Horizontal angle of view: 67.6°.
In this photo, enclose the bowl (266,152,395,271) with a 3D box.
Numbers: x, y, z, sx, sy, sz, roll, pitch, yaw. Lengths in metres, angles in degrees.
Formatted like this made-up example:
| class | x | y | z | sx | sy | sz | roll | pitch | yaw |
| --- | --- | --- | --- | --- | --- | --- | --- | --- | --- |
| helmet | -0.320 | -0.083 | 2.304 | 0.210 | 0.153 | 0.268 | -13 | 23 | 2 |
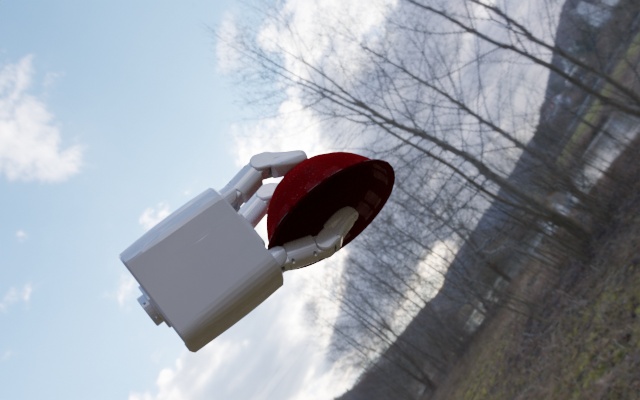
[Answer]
| class | x | y | z | sx | sy | sz | roll | pitch | yaw |
| --- | --- | --- | --- | --- | --- | --- | --- | --- | --- |
| bowl | 0.001 | 0.001 | 0.509 | 0.162 | 0.162 | 0.055 | 0 | 44 | -51 |
